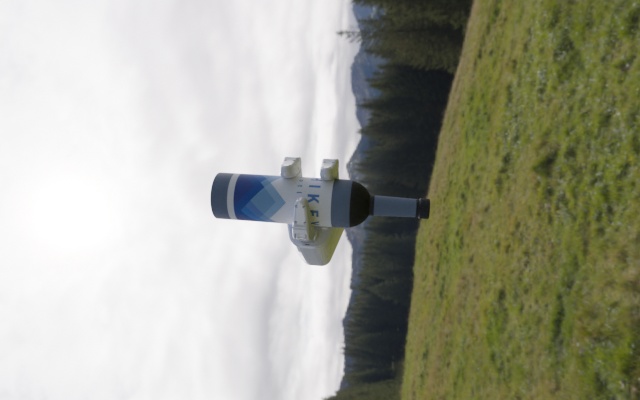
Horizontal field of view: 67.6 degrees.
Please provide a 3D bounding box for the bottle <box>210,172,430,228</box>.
[{"bbox_3d":[0.000,0.002,0.660,0.296,0.069,0.069,4,0,8],"label":"bottle"}]
